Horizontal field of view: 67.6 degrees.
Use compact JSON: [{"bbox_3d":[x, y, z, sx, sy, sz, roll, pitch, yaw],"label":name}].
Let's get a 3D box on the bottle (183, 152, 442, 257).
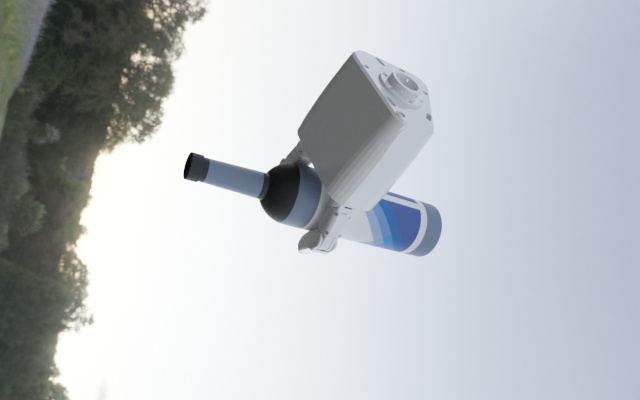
[{"bbox_3d":[0.000,0.002,0.518,0.296,0.069,0.069,15,-7,-27],"label":"bottle"}]
